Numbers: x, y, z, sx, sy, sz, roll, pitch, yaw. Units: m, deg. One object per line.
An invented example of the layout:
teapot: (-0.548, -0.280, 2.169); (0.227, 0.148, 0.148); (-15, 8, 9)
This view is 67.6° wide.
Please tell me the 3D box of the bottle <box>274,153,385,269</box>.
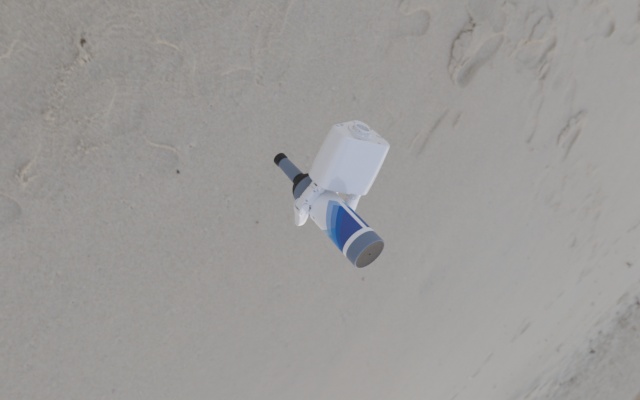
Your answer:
bottle: (0.000, 0.003, 0.896); (0.069, 0.069, 0.295); (0, 38, -47)
